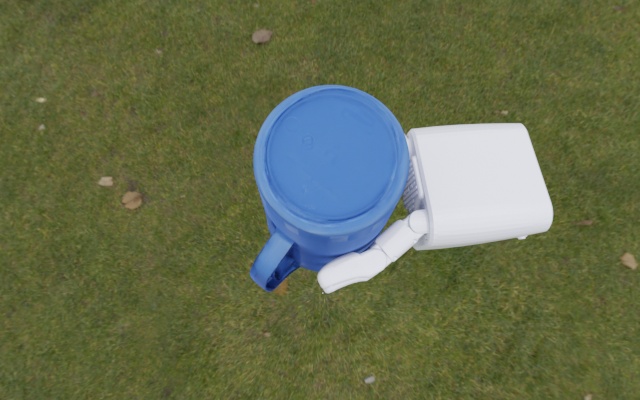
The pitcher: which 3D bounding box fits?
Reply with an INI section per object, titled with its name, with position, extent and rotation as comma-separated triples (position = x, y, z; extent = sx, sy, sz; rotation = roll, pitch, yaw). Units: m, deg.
[pitcher]
position = 0.000, 0.001, 0.434
extent = 0.145, 0.149, 0.243
rotation = -5, -11, -1
